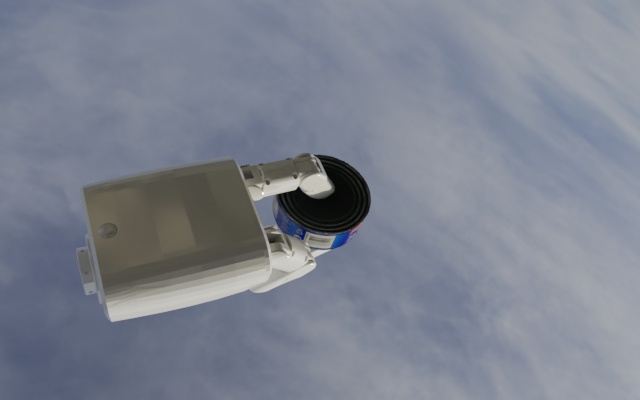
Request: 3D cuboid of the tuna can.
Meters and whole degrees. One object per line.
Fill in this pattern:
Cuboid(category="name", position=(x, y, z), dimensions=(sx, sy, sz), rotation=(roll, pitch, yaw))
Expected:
Cuboid(category="tuna can", position=(0.000, 0.002, 0.434), dimensions=(0.086, 0.086, 0.034), rotation=(0, -34, -15))
